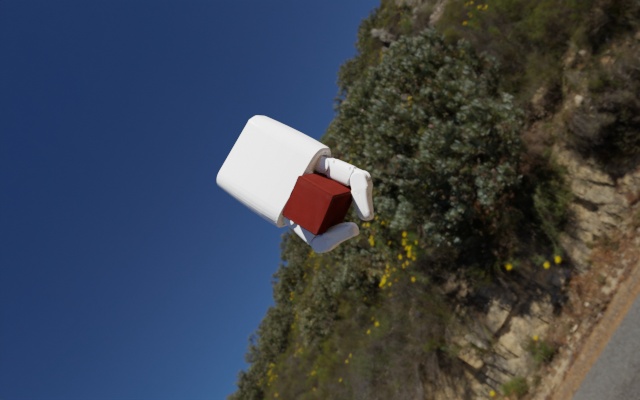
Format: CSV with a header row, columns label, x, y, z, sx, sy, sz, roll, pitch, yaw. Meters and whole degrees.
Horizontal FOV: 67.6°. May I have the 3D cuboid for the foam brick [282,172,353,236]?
label,x,y,z,sx,sy,sz,roll,pitch,yaw
foam brick,0.000,0.002,0.569,0.051,0.053,0.078,31,18,17
